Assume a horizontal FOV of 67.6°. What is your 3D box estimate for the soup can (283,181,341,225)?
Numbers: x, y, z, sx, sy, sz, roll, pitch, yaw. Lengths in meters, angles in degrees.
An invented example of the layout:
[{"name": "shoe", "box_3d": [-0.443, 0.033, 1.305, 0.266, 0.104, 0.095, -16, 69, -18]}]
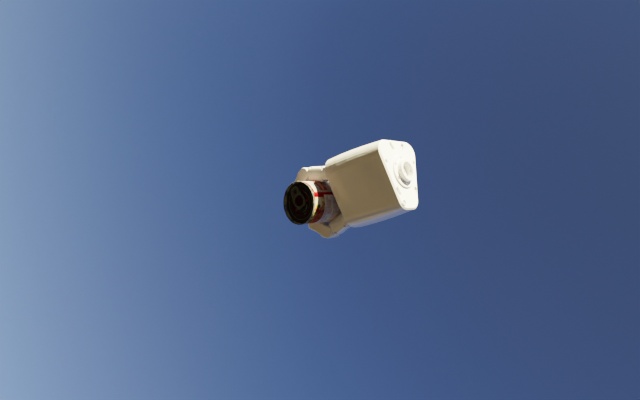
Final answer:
[{"name": "soup can", "box_3d": [0.000, 0.003, 0.771, 0.068, 0.068, 0.102, 0, 1, 43]}]
